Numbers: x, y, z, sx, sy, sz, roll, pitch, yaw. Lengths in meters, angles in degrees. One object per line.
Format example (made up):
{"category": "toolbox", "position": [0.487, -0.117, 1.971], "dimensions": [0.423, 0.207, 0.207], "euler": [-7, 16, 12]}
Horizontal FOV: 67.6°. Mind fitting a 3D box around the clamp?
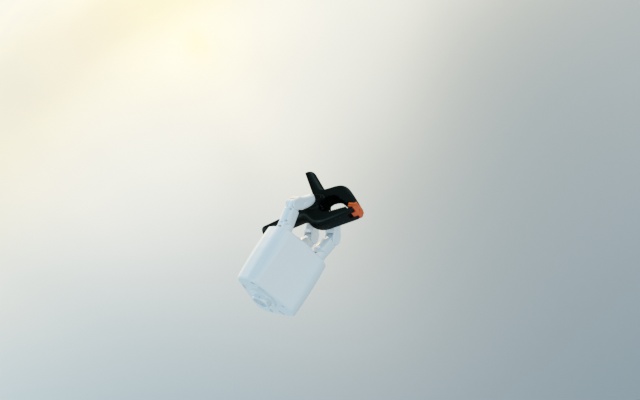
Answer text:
{"category": "clamp", "position": [0.000, 0.002, 0.872], "dimensions": [0.210, 0.164, 0.036], "euler": [-3, -44, 44]}
